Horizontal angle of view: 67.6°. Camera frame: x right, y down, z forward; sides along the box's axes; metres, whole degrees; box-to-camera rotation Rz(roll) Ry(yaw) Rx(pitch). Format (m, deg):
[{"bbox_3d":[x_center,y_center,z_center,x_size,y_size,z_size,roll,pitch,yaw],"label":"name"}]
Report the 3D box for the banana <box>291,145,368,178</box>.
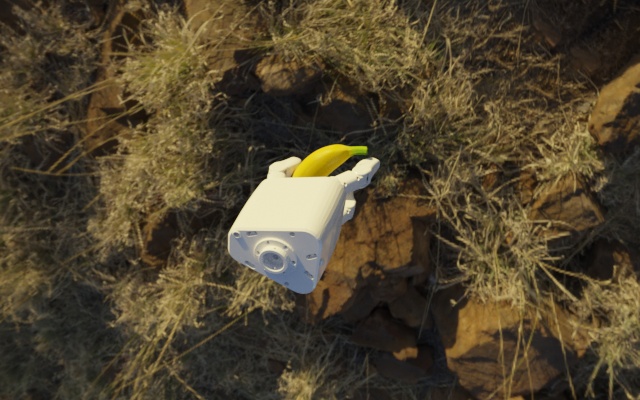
[{"bbox_3d":[-0.014,-0.009,0.664,0.069,0.198,0.037,30,34,-8],"label":"banana"}]
